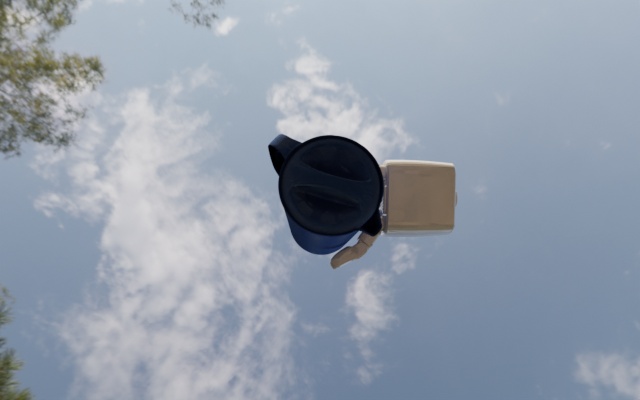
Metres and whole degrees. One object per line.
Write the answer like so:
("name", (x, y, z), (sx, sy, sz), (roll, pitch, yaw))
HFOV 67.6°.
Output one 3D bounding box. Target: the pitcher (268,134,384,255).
("pitcher", (0.000, 0.002, 0.706), (0.145, 0.149, 0.243), (-2, -15, -4))
